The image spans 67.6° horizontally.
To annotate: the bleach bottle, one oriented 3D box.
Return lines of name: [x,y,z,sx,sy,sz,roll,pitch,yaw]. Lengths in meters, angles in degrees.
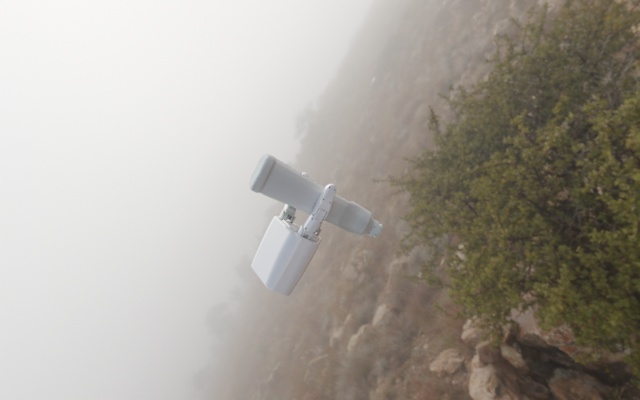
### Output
bleach bottle: [0.000,0.003,0.845,0.251,0.068,0.102,27,4,-14]
